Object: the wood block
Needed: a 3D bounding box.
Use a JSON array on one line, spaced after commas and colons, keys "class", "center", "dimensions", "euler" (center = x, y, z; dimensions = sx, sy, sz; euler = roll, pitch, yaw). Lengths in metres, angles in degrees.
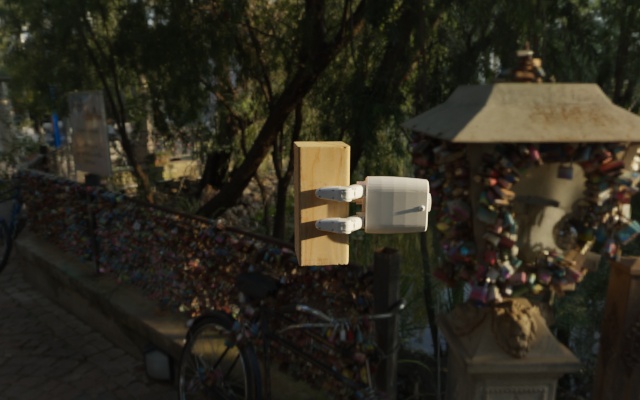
[{"class": "wood block", "center": [0.000, 0.003, 0.848], "dimensions": [0.090, 0.206, 0.091], "euler": [-1, 13, -7]}]
